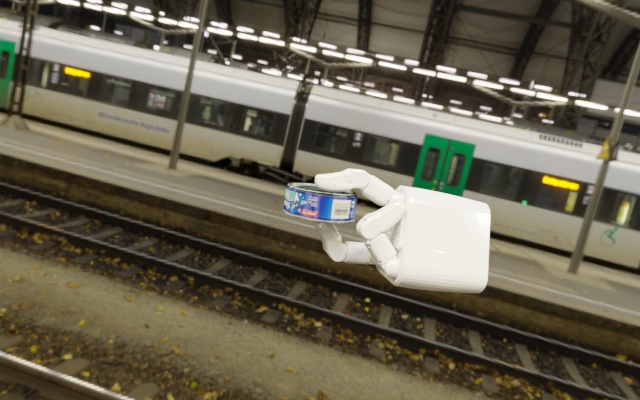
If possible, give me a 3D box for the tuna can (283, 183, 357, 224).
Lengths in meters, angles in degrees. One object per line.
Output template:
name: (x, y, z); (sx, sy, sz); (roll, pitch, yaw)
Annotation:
tuna can: (0.000, 0.001, 0.563); (0.086, 0.034, 0.086); (8, 8, -1)
